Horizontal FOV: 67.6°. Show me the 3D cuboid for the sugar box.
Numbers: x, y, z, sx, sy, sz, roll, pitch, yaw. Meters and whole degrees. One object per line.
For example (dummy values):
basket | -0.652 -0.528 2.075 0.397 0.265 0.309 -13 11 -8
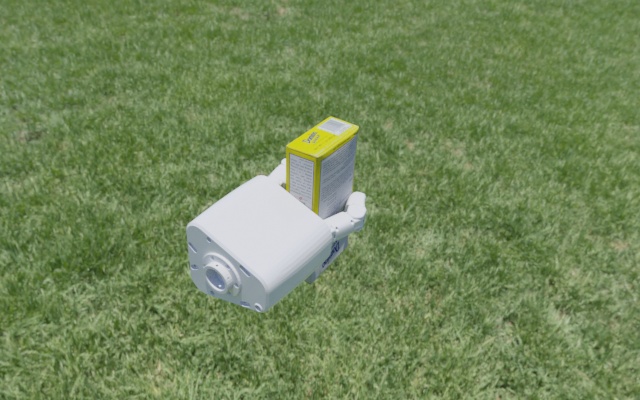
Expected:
sugar box | 0.000 0.002 0.558 0.048 0.176 0.093 24 39 23
